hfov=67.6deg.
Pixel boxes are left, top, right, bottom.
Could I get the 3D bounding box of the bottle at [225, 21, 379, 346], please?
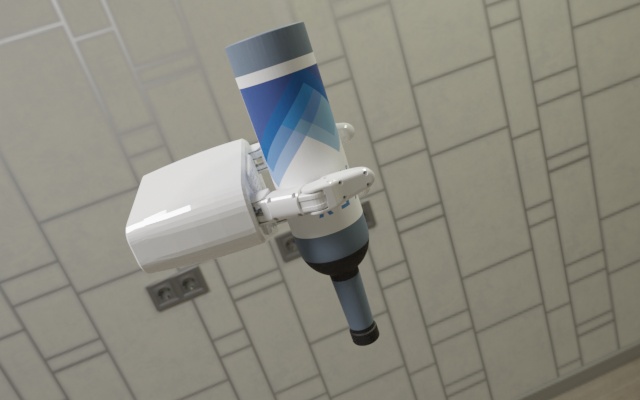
[{"bbox_3d":[0.000,0.001,0.423,0.069,0.296,0.069,-17,18,6],"label":"bottle"}]
